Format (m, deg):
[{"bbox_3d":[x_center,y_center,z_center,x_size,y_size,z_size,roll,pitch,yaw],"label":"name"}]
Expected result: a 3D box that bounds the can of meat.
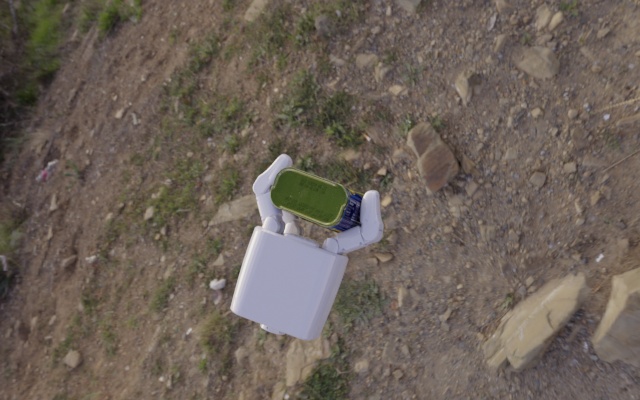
[{"bbox_3d":[0.000,0.002,0.575,0.102,0.057,0.084,20,-1,24],"label":"can of meat"}]
